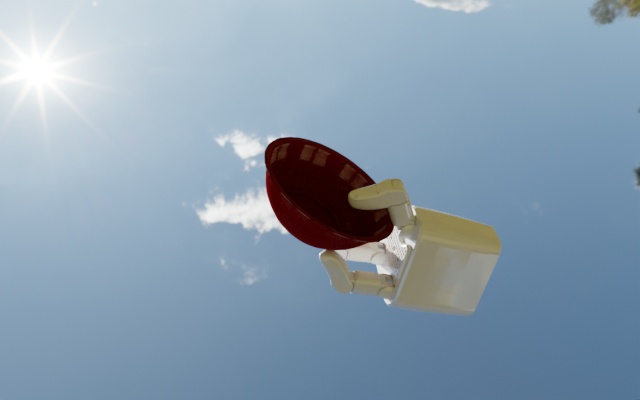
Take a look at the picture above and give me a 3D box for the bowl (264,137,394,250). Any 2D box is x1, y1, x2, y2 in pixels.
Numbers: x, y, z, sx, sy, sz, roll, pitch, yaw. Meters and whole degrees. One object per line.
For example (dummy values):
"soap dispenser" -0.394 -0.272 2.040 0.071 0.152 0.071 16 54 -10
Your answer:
"bowl" -0.001 0.001 0.524 0.162 0.055 0.162 26 31 -17
